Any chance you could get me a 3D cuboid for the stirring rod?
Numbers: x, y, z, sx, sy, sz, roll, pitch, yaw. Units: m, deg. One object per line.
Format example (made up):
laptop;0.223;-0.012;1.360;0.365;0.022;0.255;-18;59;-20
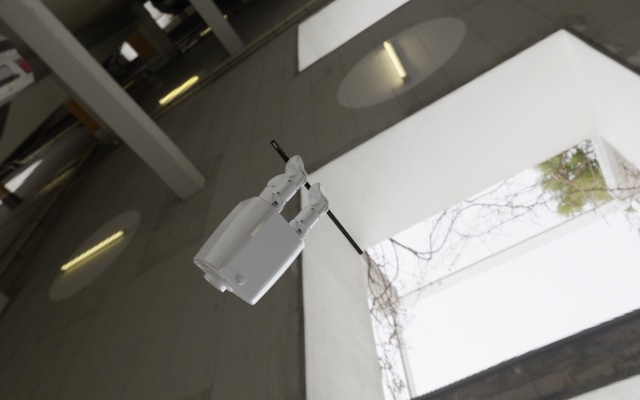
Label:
stirring rod;0.000;0.002;0.707;0.011;0.011;0.240;0;-43;48
